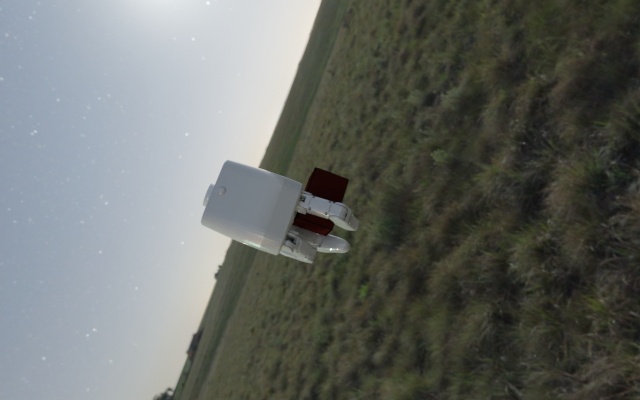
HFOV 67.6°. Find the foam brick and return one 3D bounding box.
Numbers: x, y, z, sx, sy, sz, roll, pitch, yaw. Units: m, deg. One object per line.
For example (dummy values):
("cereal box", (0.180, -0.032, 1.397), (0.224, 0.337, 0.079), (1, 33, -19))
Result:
("foam brick", (0.000, 0.002, 0.661), (0.051, 0.078, 0.053), (20, -16, -4))
